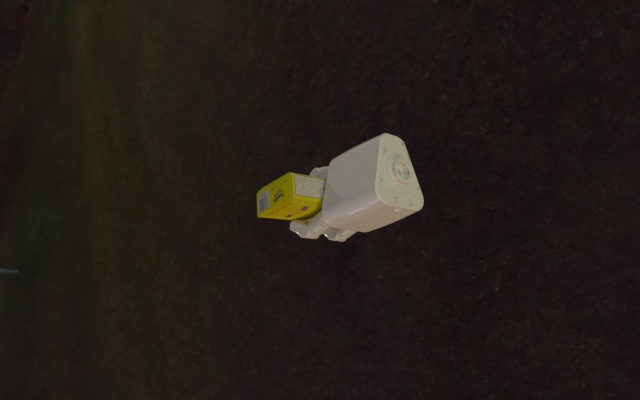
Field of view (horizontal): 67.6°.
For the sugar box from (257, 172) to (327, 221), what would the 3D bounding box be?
[{"bbox_3d":[0.000,0.003,0.729,0.176,0.048,0.093,10,-23,-37],"label":"sugar box"}]
